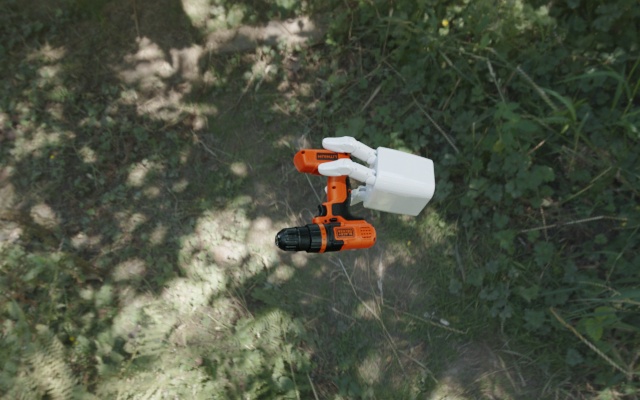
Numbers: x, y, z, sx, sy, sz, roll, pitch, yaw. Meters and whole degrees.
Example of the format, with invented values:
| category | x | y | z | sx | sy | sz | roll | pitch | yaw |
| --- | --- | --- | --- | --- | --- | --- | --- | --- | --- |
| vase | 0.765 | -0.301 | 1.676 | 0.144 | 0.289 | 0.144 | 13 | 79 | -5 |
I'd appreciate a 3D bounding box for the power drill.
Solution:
| category | x | y | z | sx | sy | sz | roll | pitch | yaw |
| --- | --- | --- | --- | --- | --- | --- | --- | --- | --- |
| power drill | 0.000 | 0.002 | 0.858 | 0.184 | 0.187 | 0.057 | 0 | -20 | -23 |
